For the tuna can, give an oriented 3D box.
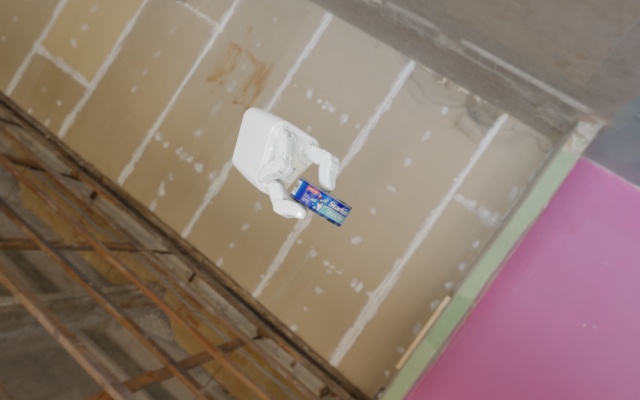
[{"bbox_3d":[0.000,0.003,0.675,0.086,0.034,0.086,31,0,0],"label":"tuna can"}]
